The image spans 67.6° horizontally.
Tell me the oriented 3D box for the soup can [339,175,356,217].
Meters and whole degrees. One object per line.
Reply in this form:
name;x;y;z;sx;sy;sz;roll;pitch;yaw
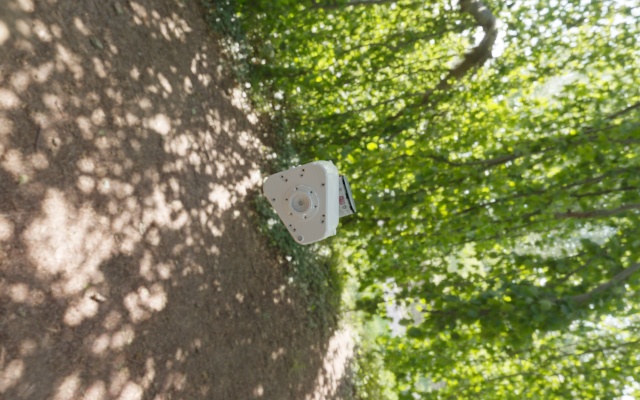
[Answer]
soup can;0.001;0.003;0.790;0.102;0.068;0.068;-17;-3;9
